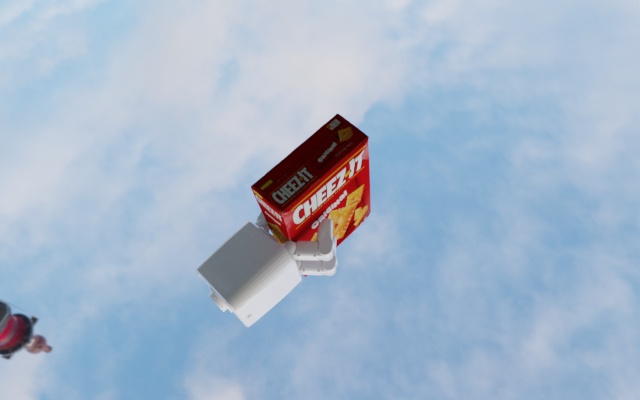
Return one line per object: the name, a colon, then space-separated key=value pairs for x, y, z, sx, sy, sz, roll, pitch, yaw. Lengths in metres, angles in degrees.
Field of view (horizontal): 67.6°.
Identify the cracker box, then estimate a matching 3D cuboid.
cracker box: x=0.000 y=0.002 z=0.715 sx=0.072 sy=0.164 sz=0.214 roll=39 pitch=-19 yaw=25
